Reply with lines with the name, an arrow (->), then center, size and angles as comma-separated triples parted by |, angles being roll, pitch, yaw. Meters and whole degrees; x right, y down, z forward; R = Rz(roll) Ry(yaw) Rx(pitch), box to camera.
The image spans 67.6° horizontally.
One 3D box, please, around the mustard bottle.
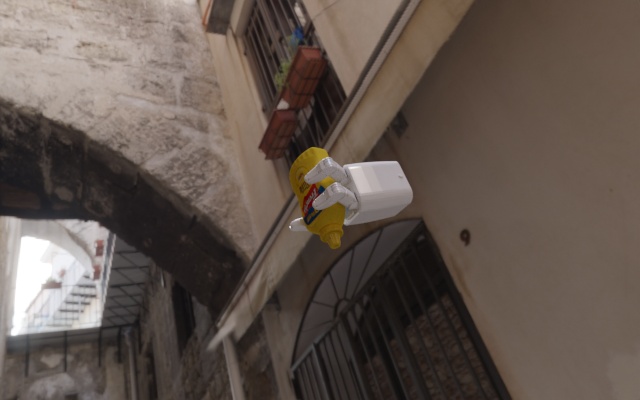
mustard bottle -> 0.000, 0.003, 0.863 | 0.058, 0.191, 0.096 | 10, -43, -37
